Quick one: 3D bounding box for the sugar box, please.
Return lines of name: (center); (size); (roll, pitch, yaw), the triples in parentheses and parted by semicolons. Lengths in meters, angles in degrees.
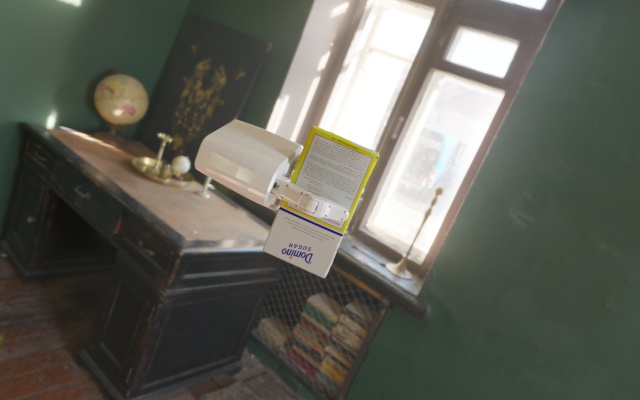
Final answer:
sugar box: (0.000, 0.002, 0.624); (0.093, 0.176, 0.048); (24, 14, 4)
